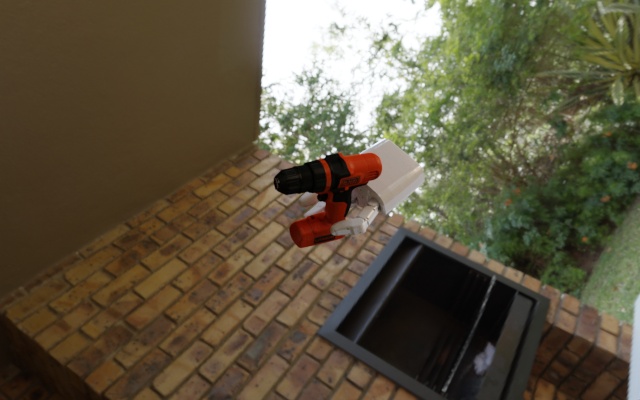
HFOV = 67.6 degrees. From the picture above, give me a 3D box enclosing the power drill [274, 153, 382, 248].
[{"bbox_3d":[0.000,0.003,0.798,0.184,0.057,0.188,-11,-35,-23],"label":"power drill"}]
